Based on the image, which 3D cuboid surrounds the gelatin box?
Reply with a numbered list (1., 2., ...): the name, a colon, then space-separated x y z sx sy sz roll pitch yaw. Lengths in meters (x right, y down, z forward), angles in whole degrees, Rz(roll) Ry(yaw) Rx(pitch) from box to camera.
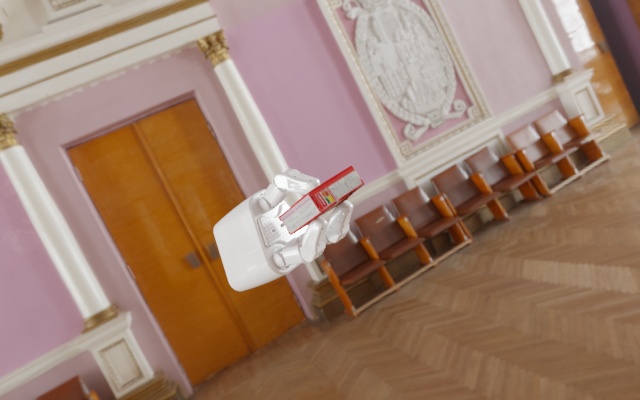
1. gelatin box: 0.000 0.001 0.565 0.073 0.030 0.089 -32 -4 -35
